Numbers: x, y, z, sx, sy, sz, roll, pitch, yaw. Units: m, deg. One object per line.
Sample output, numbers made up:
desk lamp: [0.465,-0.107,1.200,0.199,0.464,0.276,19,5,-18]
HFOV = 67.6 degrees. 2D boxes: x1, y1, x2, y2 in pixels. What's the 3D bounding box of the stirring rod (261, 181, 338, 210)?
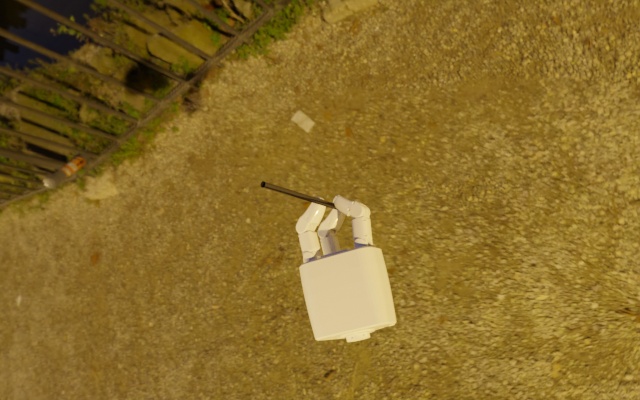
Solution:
stirring rod: [0.000,0.002,0.676,0.011,0.011,0.239,0,-10,36]
